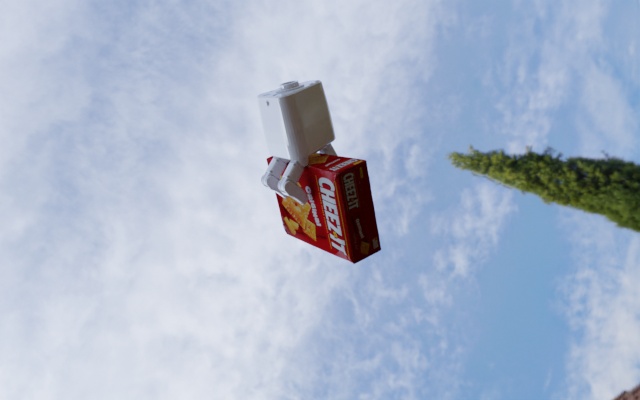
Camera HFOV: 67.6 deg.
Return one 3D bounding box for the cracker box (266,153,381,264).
[{"bbox_3d":[0.000,0.003,0.846,0.072,0.164,0.213,-25,25,-30],"label":"cracker box"}]
